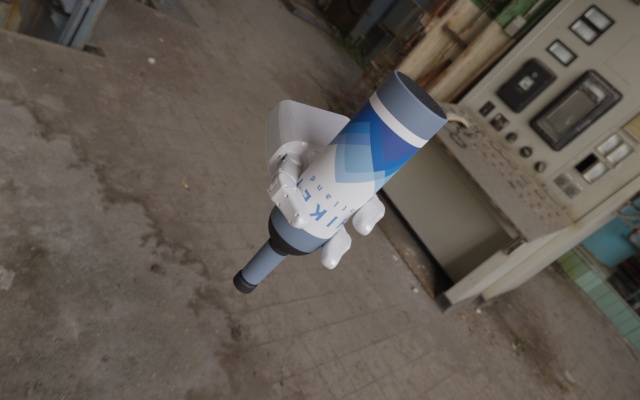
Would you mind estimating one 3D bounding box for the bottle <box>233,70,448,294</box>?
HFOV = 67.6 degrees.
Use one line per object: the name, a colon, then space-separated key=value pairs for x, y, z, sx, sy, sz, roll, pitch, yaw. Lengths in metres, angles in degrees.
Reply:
bottle: x=0.000 y=0.001 z=0.493 sx=0.296 sy=0.069 sz=0.069 roll=-47 pitch=-25 yaw=26
